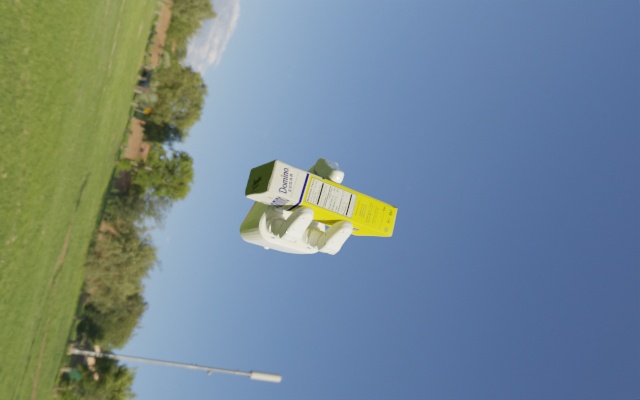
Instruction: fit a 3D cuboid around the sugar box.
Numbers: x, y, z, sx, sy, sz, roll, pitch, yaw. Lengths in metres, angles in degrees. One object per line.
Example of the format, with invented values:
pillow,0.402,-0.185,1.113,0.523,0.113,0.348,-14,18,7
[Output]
sugar box,0.000,0.003,0.608,0.176,0.048,0.093,18,-11,-24
